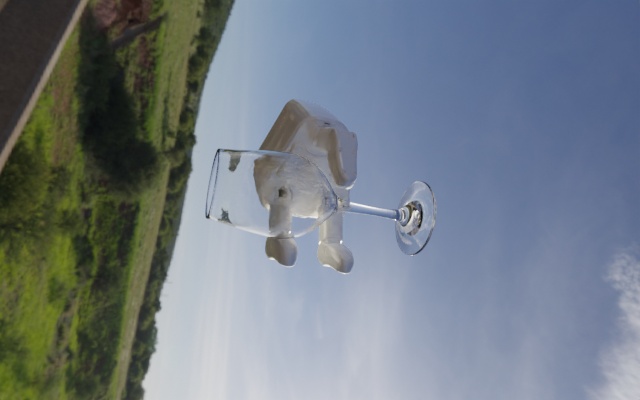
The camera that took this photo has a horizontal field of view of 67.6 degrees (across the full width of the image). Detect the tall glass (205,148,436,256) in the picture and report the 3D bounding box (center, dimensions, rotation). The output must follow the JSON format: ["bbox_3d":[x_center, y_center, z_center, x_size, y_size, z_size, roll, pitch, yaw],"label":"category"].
[{"bbox_3d":[0.001,0.002,0.440,0.201,0.079,0.079,10,-3,-18],"label":"tall glass"}]
